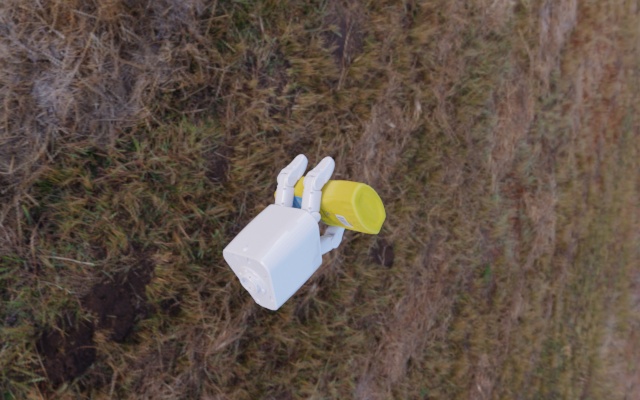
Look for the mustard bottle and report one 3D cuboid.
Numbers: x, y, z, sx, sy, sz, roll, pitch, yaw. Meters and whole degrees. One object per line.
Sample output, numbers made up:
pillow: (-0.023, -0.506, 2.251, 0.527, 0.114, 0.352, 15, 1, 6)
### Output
mustard bottle: (0.000, 0.002, 0.742, 0.191, 0.058, 0.096, 9, -26, 40)
